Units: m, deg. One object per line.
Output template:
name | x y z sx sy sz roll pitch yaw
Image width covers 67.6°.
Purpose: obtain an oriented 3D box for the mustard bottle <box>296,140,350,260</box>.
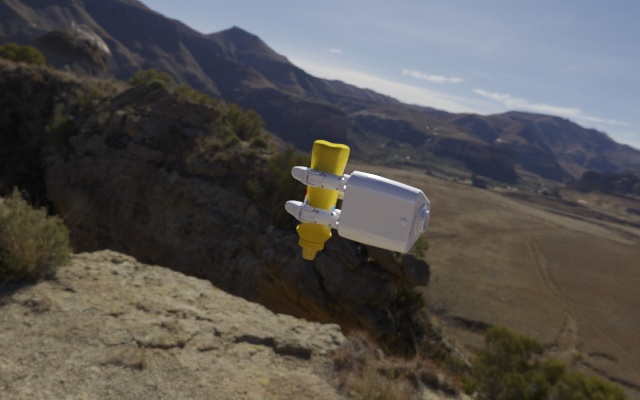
mustard bottle | 0.000 0.002 0.766 0.058 0.191 0.096 11 10 -1
